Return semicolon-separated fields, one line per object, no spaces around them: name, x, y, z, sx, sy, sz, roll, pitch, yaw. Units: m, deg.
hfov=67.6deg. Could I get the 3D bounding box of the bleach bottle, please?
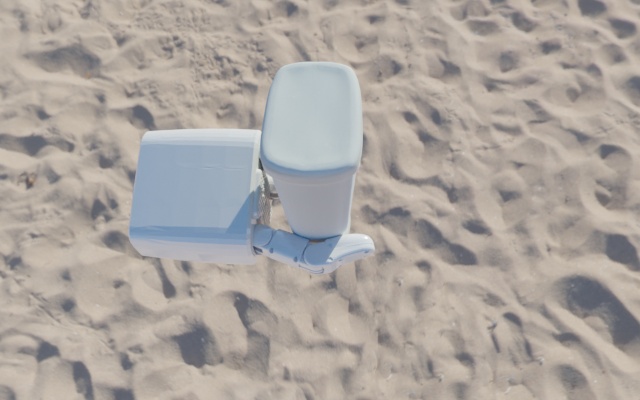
bleach bottle;0.000;0.001;0.426;0.068;0.102;0.251;2;-30;4
